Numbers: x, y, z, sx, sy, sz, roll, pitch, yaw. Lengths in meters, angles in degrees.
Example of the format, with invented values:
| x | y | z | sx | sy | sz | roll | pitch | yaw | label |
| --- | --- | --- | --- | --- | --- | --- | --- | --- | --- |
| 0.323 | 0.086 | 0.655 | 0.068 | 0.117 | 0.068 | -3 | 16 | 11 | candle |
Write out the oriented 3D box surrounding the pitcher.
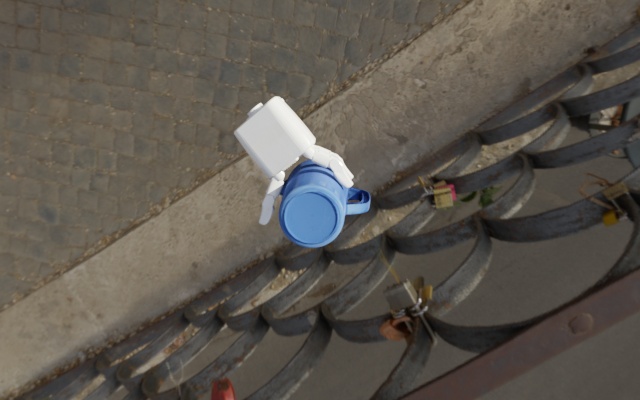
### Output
| x | y | z | sx | sy | sz | roll | pitch | yaw | label |
| --- | --- | --- | --- | --- | --- | --- | --- | --- | --- |
| 0.000 | 0.003 | 0.883 | 0.149 | 0.145 | 0.242 | -38 | 8 | 9 | pitcher |
